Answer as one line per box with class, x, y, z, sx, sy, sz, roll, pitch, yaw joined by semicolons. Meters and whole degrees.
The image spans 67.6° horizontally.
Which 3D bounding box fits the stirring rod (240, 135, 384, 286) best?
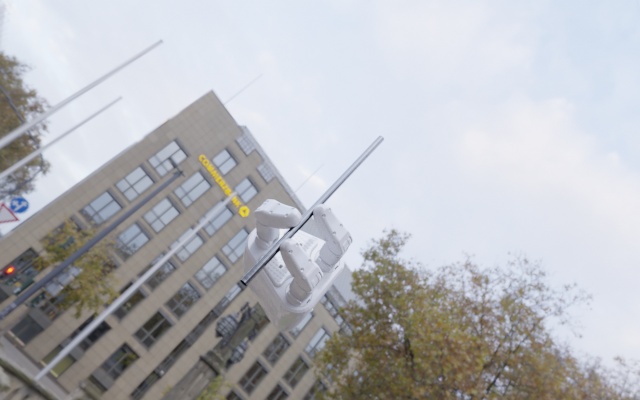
stirring rod;0.000;0.002;0.506;0.011;0.011;0.239;0;39;50
